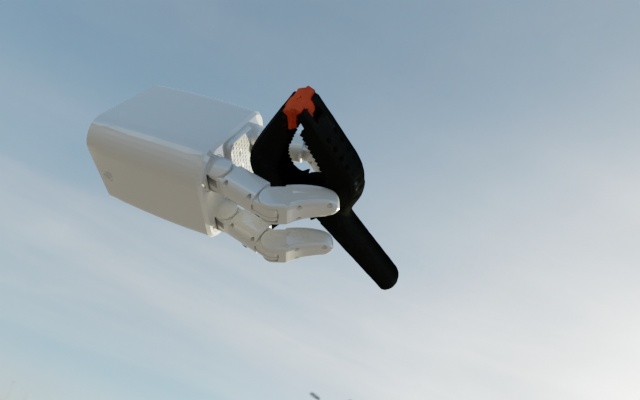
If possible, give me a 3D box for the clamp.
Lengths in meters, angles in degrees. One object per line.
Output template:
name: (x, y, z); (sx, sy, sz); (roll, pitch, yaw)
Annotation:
clamp: (0.000, 0.000, 0.402); (0.164, 0.036, 0.210); (18, -37, 10)
